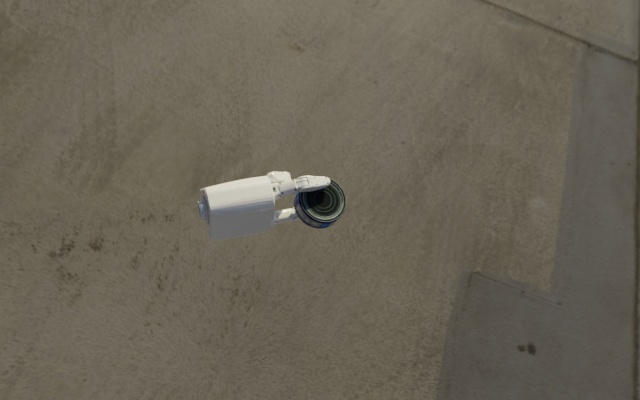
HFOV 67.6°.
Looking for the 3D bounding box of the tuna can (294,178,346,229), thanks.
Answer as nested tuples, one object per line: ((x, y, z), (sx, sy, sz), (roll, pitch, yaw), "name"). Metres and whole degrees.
((0.000, 0.002, 0.818), (0.086, 0.086, 0.034), (0, -20, -19), "tuna can")
